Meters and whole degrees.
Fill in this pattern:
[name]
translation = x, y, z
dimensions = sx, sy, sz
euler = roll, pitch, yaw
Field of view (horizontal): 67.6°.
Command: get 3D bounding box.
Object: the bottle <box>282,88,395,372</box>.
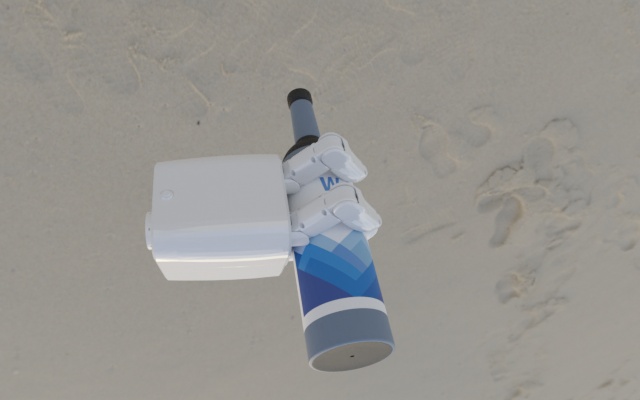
[bottle]
translation = 0.000, 0.002, 0.445
dimensions = 0.069, 0.295, 0.069
euler = -8, -36, -6
